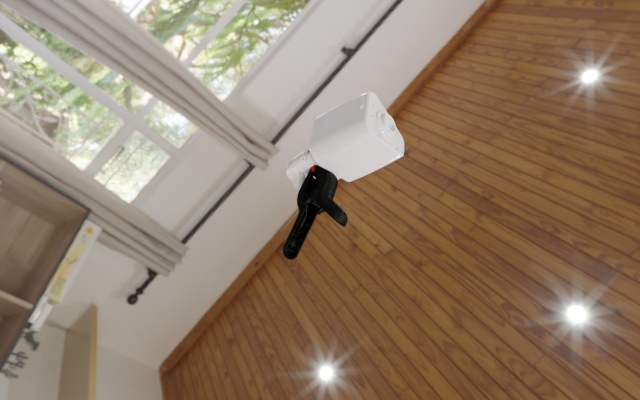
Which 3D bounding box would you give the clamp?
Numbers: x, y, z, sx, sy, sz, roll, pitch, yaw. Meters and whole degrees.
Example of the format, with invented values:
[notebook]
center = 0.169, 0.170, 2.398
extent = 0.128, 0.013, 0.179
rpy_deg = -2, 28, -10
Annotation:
[clamp]
center = 0.000, 0.003, 0.729
extent = 0.120, 0.171, 0.039
rpy_deg = -23, -49, 33
